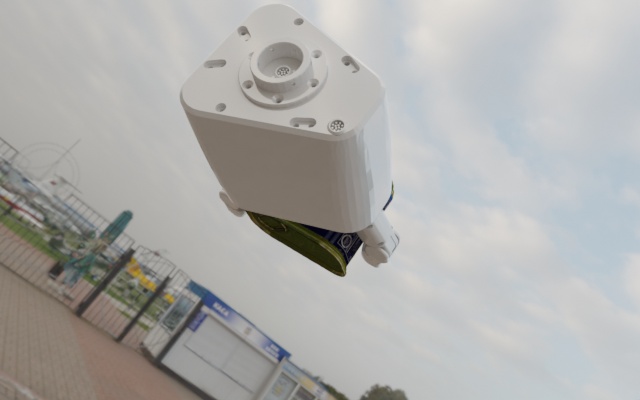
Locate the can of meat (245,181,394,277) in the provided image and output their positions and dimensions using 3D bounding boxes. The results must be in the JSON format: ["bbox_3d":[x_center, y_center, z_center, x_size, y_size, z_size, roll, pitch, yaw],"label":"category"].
[{"bbox_3d":[0.000,0.001,0.406,0.102,0.084,0.057,28,-21,25],"label":"can of meat"}]
